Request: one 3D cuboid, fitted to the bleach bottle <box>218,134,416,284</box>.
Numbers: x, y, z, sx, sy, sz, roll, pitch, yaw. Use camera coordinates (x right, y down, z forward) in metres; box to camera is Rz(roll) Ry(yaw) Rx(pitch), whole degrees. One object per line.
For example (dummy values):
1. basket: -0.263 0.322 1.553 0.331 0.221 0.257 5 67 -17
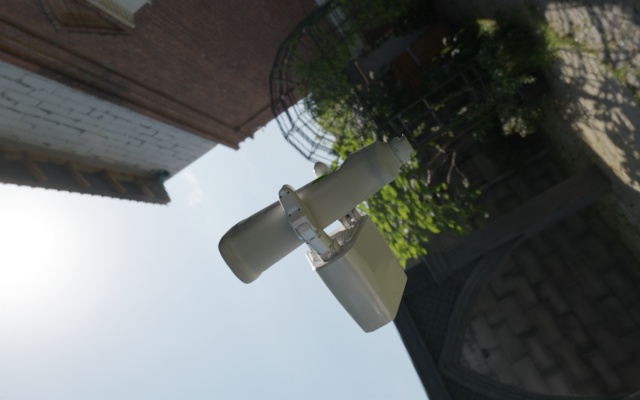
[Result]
1. bleach bottle: 0.000 0.002 0.577 0.251 0.068 0.102 -33 10 14
